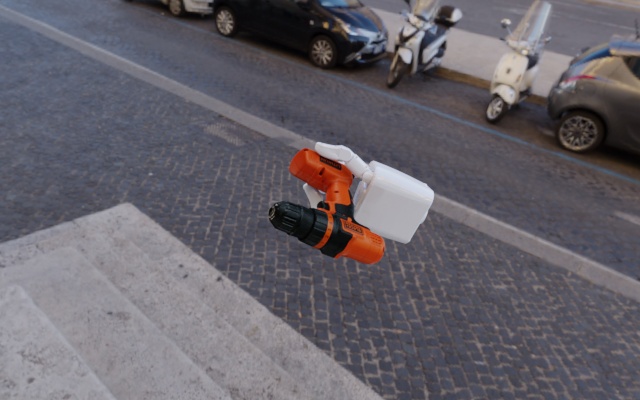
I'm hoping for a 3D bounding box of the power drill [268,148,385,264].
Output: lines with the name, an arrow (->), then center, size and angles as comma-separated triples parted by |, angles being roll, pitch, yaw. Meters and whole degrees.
power drill -> 0.000, 0.002, 0.714 | 0.184, 0.057, 0.187 | 24, 33, -28
